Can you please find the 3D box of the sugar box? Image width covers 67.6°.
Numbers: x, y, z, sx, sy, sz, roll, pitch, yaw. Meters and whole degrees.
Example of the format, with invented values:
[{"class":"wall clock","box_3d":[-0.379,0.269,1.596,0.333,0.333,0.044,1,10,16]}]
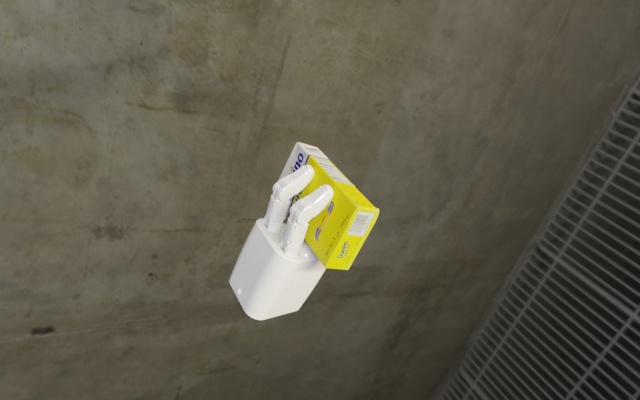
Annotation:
[{"class":"sugar box","box_3d":[0.000,0.002,0.643,0.048,0.093,0.176,10,26,-39]}]
